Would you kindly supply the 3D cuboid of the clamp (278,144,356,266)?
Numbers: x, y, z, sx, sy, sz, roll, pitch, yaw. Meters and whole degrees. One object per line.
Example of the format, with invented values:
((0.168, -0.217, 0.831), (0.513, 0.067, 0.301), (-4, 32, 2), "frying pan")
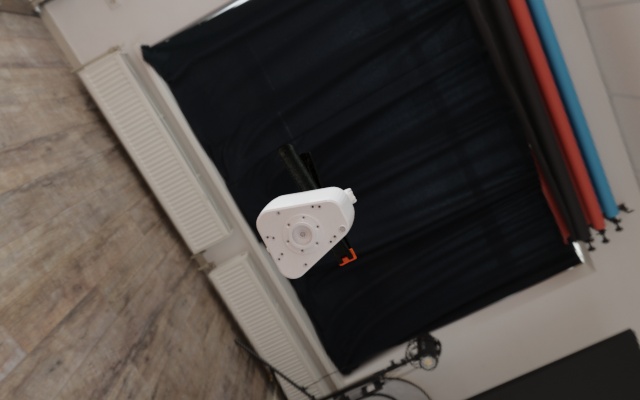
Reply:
((0.001, 0.003, 0.775), (0.036, 0.210, 0.164), (-26, 4, 10), "clamp")
